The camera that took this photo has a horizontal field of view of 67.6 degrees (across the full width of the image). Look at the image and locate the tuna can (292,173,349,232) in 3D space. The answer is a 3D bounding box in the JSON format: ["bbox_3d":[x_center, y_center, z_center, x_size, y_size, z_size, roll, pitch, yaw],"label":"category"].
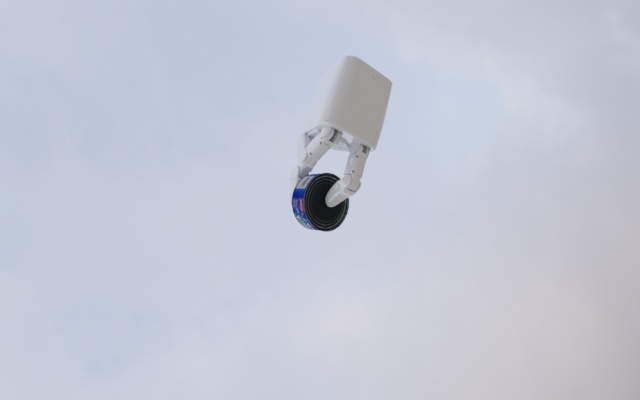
[{"bbox_3d":[0.000,0.002,0.702,0.086,0.086,0.034,0,1,-39],"label":"tuna can"}]
